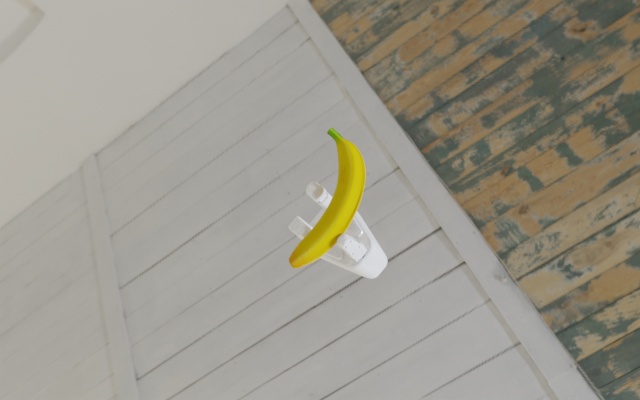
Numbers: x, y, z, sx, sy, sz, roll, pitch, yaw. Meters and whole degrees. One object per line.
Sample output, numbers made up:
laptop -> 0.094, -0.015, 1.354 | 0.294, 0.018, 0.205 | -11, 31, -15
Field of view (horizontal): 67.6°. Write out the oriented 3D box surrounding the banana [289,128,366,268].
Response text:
banana -> 0.018, 0.003, 0.638 | 0.069, 0.197, 0.037 | 13, -12, 22
